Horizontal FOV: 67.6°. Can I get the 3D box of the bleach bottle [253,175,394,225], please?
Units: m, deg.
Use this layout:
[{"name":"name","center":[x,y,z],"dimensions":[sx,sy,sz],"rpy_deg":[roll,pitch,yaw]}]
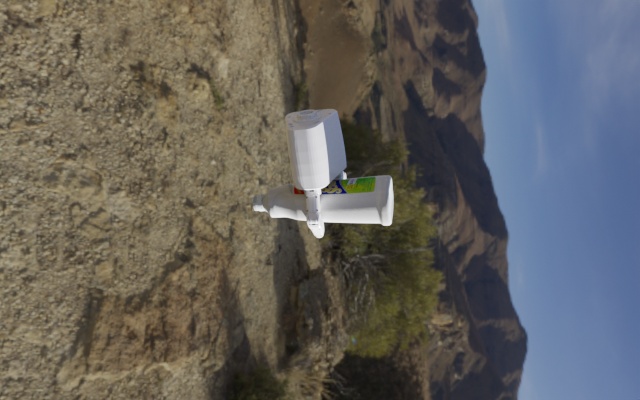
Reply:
[{"name":"bleach bottle","center":[0.000,0.003,0.847],"dimensions":[0.251,0.068,0.102],"rpy_deg":[-3,25,13]}]
